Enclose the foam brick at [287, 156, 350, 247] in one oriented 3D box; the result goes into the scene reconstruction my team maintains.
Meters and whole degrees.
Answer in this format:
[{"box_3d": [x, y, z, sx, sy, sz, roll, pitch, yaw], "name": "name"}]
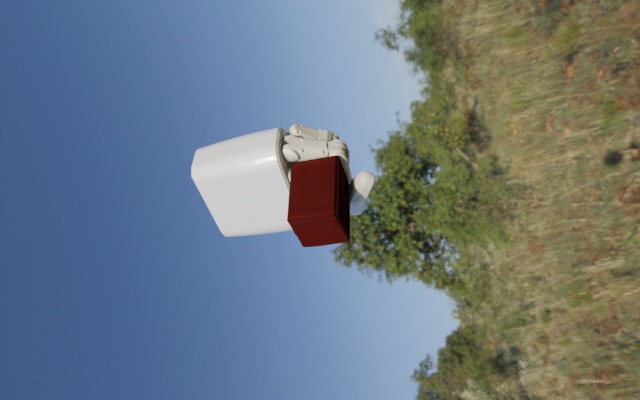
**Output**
[{"box_3d": [0.000, 0.002, 0.493, 0.051, 0.078, 0.053, -9, -39, 14], "name": "foam brick"}]
